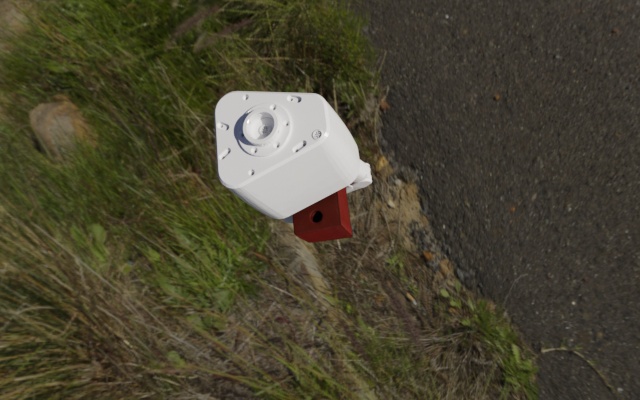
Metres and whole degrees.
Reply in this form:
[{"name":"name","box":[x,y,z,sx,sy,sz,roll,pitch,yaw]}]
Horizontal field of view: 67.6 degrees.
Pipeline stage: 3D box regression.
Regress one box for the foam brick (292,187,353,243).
[{"name":"foam brick","box":[0.000,0.002,0.517,0.053,0.078,0.051,-11,-17,14]}]
